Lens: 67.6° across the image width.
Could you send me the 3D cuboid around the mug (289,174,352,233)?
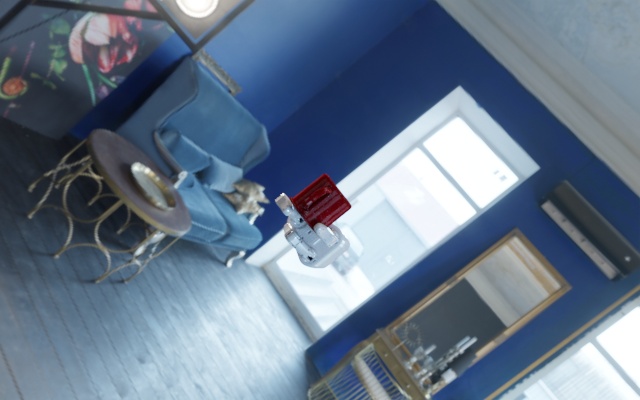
[{"bbox_3d":[0.000,0.002,0.859,0.081,0.093,0.117,-38,-18,2],"label":"mug"}]
